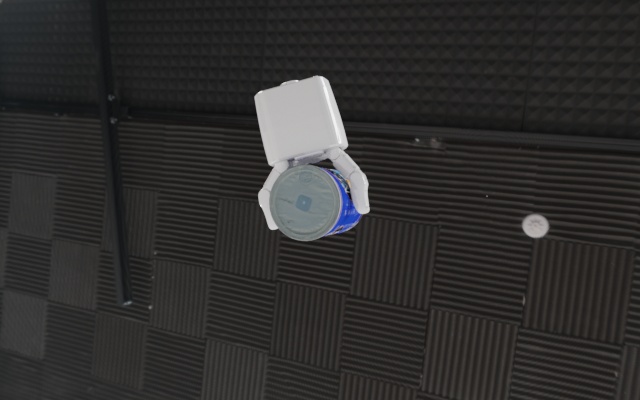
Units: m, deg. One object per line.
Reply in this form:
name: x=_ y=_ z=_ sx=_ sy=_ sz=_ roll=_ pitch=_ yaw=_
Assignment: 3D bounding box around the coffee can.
coffee can: x=0.000 y=0.002 z=0.704 sx=0.103 sy=0.103 sz=0.140 roll=0 pitch=1 yaw=19
